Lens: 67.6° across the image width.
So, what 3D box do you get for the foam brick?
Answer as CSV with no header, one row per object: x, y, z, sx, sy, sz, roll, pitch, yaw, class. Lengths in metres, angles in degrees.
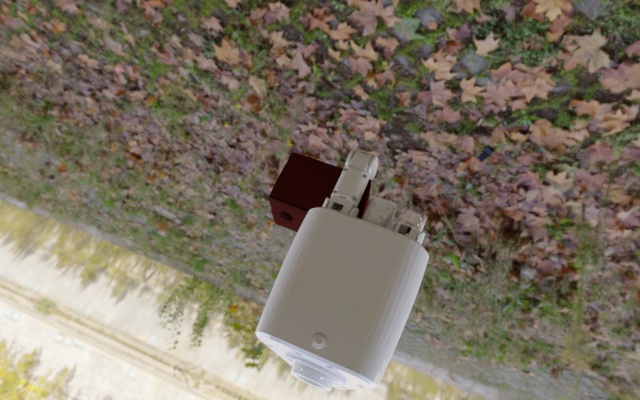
0.000,0.001,0.425,0.078,0.051,0.053,20,-26,12,foam brick
